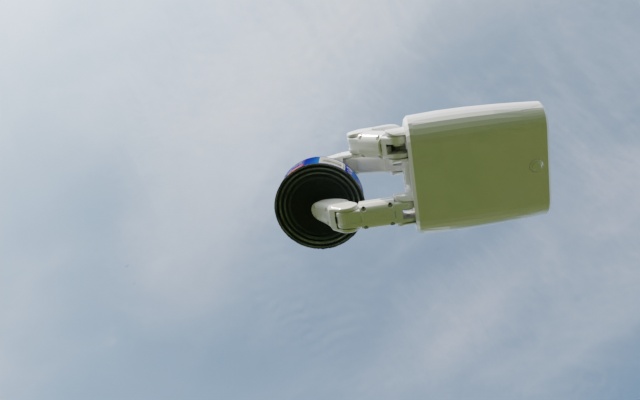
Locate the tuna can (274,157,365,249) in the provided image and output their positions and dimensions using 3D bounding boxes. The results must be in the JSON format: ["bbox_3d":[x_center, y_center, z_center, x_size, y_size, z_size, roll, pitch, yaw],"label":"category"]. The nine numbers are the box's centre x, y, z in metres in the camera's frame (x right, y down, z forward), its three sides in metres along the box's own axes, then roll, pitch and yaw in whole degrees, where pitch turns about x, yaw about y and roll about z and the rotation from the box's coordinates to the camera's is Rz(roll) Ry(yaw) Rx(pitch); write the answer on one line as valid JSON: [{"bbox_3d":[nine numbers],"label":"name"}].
[{"bbox_3d":[0.000,0.001,0.463,0.086,0.086,0.033,0,19,3],"label":"tuna can"}]
